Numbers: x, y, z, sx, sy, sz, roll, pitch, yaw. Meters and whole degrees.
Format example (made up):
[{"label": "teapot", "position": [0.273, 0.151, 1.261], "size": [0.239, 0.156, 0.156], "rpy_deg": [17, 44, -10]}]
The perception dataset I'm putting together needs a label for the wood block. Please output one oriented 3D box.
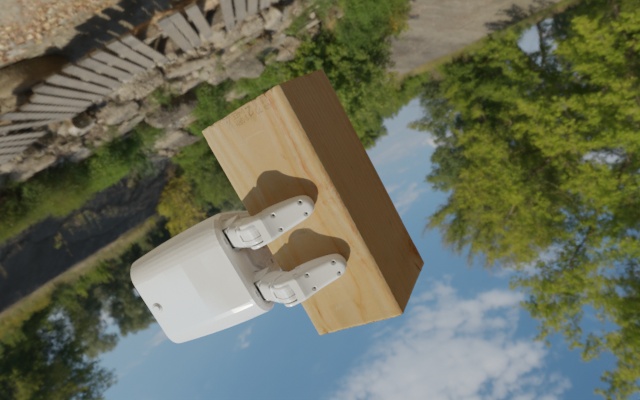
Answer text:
[{"label": "wood block", "position": [0.000, 0.002, 0.427], "size": [0.090, 0.206, 0.090], "rpy_deg": [-23, 11, 30]}]
